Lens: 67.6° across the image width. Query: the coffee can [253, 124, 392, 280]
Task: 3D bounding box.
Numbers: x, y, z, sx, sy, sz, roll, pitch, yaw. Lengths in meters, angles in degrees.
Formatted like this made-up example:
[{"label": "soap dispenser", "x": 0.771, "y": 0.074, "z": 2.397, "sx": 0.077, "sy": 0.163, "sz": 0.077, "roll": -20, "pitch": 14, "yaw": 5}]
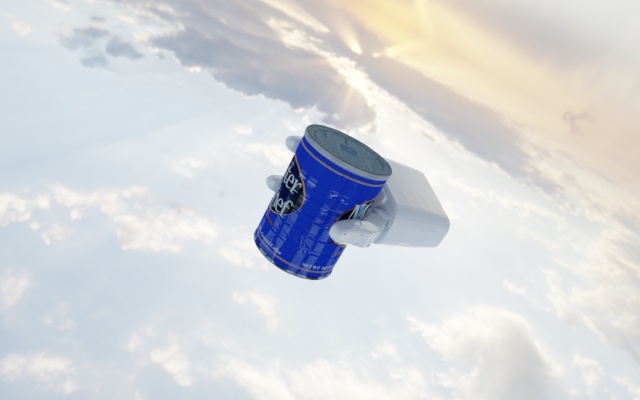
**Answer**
[{"label": "coffee can", "x": 0.000, "y": 0.002, "z": 0.528, "sx": 0.103, "sy": 0.140, "sz": 0.102, "roll": 25, "pitch": 23, "yaw": -11}]
